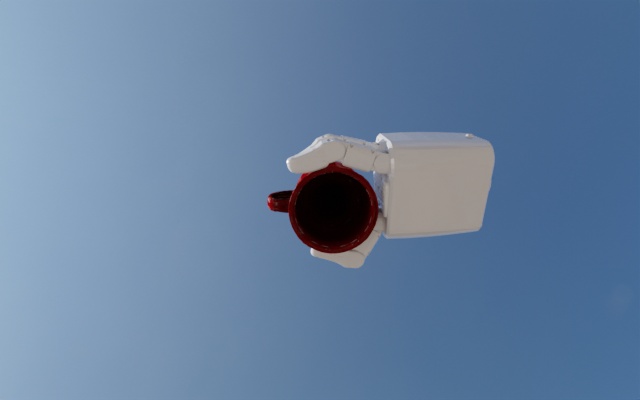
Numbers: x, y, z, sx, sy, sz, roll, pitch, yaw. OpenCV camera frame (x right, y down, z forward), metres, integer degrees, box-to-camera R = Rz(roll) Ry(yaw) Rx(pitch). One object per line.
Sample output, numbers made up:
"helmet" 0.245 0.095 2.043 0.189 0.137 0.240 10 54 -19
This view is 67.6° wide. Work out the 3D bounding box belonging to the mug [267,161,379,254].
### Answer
"mug" -0.001 0.002 0.528 0.117 0.093 0.081 -1 14 -2
